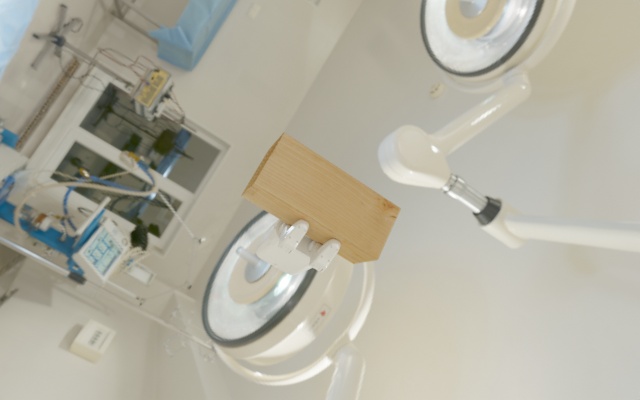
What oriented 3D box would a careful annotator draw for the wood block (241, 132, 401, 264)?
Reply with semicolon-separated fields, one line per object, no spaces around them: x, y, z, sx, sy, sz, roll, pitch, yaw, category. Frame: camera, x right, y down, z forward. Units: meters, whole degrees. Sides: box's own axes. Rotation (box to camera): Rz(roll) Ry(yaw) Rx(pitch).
0.000;0.002;0.709;0.206;0.090;0.090;32;-21;-12;wood block
